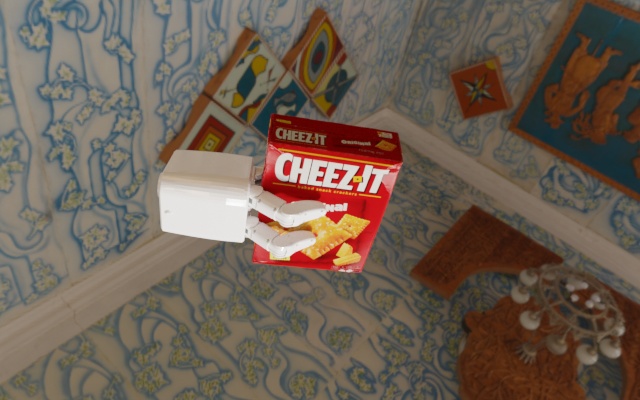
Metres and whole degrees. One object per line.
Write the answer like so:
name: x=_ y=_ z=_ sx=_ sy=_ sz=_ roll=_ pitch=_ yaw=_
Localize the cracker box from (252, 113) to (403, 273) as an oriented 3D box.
cracker box: x=0.000 y=0.002 z=0.640 sx=0.164 sy=0.214 sz=0.072 roll=7 pitch=42 yaw=-8
